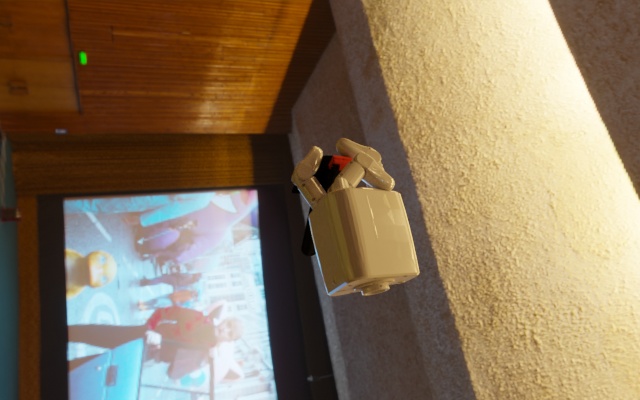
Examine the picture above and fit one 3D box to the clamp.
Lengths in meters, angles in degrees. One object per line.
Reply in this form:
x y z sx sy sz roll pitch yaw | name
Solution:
0.001 0.002 0.662 0.039 0.120 0.171 -5 -21 -22 | clamp
